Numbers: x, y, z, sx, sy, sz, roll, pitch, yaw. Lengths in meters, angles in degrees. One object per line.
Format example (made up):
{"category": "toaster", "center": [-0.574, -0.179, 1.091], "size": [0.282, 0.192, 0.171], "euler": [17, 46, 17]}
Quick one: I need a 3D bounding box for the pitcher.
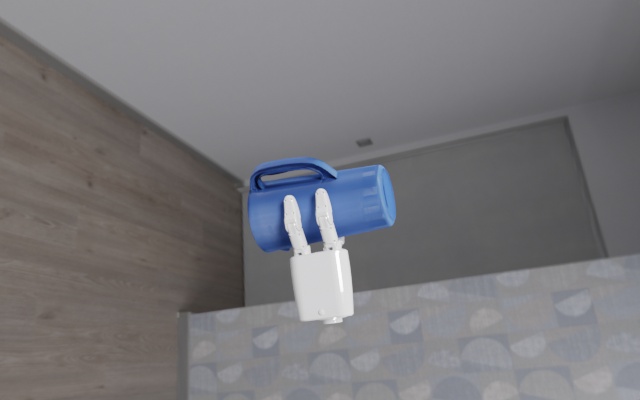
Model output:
{"category": "pitcher", "center": [0.000, 0.003, 0.838], "size": [0.243, 0.145, 0.149], "euler": [-11, -13, 17]}
